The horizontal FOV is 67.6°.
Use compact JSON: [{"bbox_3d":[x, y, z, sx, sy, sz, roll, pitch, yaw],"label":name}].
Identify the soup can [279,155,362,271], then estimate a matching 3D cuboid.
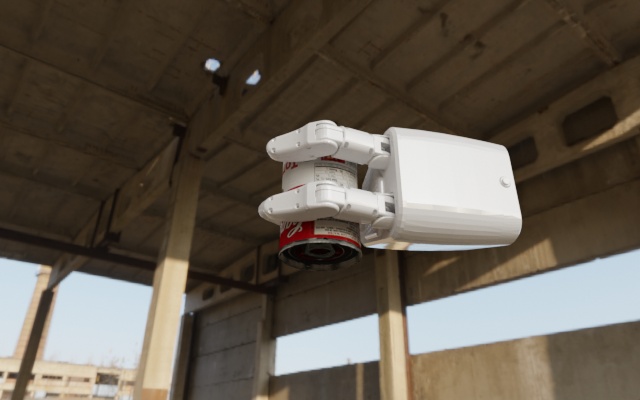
[{"bbox_3d":[0.000,0.001,0.410,0.068,0.102,0.068,0,-26,0],"label":"soup can"}]
